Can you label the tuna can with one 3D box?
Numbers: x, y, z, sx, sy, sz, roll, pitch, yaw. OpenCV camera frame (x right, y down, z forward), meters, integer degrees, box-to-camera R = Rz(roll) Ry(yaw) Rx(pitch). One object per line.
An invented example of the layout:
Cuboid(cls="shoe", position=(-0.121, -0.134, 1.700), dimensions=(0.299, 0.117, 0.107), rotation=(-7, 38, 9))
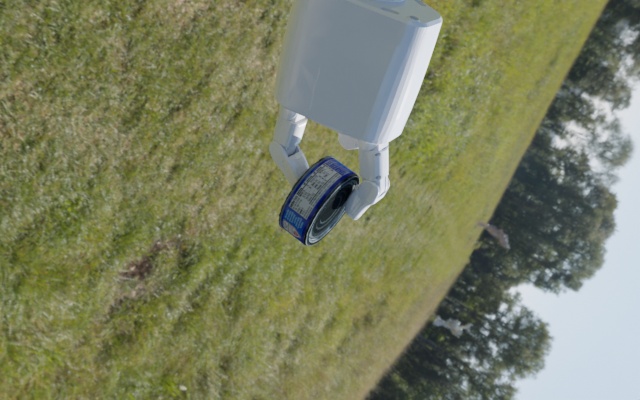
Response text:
Cuboid(cls="tuna can", position=(0.001, 0.002, 0.461), dimensions=(0.033, 0.086, 0.086), rotation=(37, 12, 17))
